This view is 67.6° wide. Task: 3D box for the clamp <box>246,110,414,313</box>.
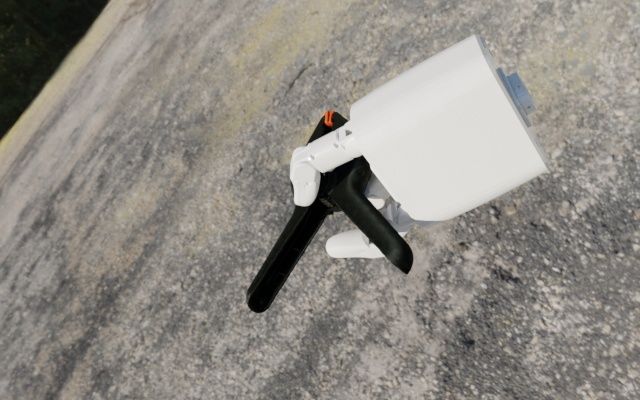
[{"bbox_3d":[0.000,0.001,0.445,0.164,0.209,0.036,-27,-47,27],"label":"clamp"}]
